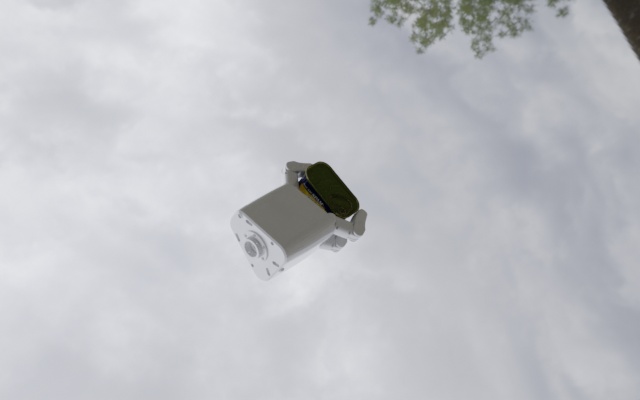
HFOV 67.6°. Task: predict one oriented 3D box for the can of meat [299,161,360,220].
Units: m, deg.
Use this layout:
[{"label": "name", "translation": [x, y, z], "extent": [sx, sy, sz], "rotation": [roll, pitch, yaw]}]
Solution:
[{"label": "can of meat", "translation": [0.000, 0.003, 0.775], "extent": [0.057, 0.102, 0.084], "rotation": [-33, -9, -44]}]
